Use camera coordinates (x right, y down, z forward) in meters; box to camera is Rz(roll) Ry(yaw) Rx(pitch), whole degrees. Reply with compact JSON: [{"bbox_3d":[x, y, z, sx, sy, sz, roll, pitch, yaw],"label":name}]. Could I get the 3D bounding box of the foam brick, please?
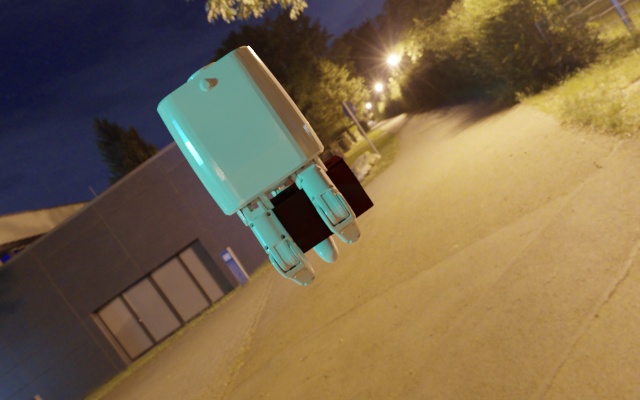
[{"bbox_3d":[0.000,0.001,0.431,0.078,0.051,0.053,-34,9,0],"label":"foam brick"}]
